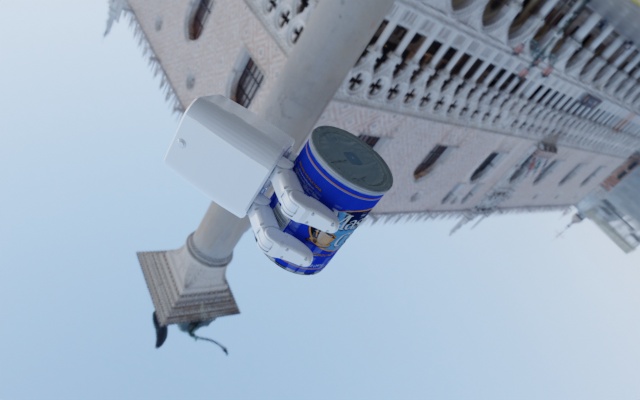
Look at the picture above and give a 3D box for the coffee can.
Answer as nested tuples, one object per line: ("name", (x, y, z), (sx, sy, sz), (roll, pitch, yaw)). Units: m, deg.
("coffee can", (0.000, 0.002, 0.540), (0.103, 0.102, 0.140), (0, -44, -44))
